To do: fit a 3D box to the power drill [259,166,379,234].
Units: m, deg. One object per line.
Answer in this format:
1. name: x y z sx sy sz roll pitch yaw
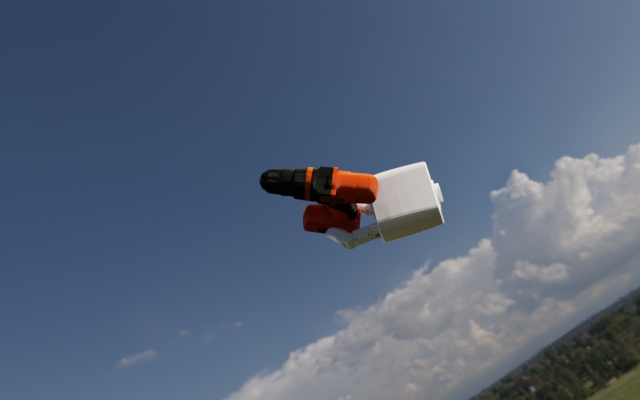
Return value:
1. power drill: 0.000 0.003 0.800 0.184 0.057 0.188 7 -20 5
